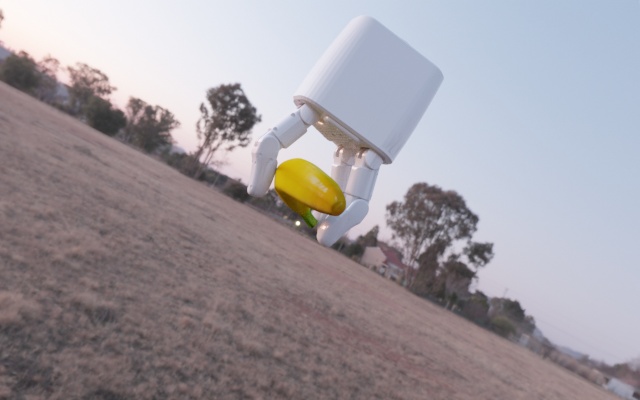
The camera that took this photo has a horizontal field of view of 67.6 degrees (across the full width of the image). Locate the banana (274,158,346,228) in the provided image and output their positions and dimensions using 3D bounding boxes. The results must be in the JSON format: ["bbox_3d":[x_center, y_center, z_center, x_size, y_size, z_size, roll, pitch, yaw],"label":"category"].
[{"bbox_3d":[-0.014,-0.011,0.449,0.069,0.037,0.198,42,-7,-1],"label":"banana"}]
